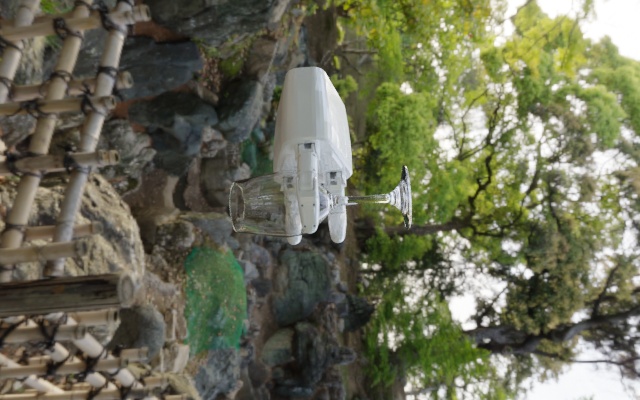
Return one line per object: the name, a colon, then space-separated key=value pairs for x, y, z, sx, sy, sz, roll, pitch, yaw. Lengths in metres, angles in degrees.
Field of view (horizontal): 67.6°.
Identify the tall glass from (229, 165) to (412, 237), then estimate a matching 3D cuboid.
tall glass: x=0.001 y=0.002 z=0.556 sx=0.201 sy=0.079 sz=0.079 roll=-4 pitch=0 yaw=3
